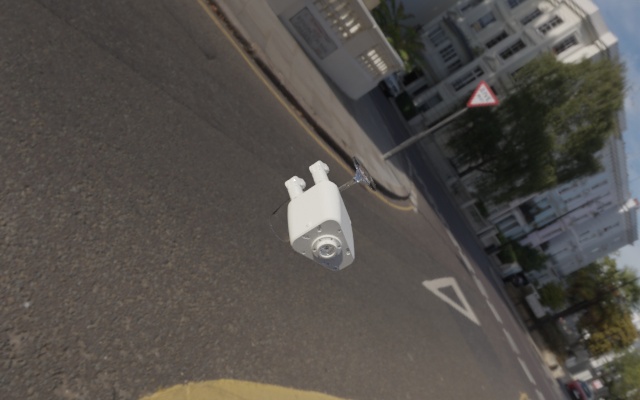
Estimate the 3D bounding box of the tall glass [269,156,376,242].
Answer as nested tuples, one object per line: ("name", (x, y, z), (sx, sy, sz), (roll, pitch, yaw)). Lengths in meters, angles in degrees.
("tall glass", (0.001, 0.003, 0.892), (0.201, 0.079, 0.079), (-32, -10, 17))
